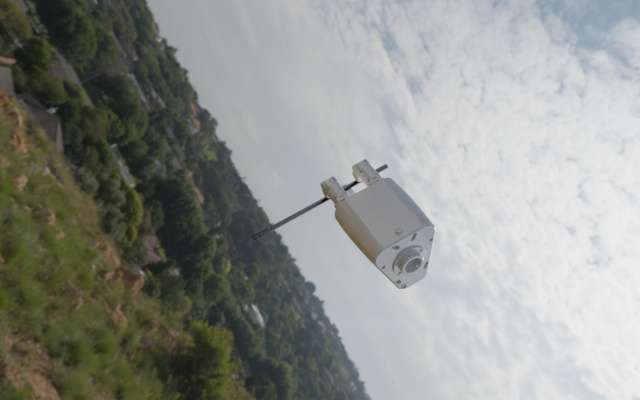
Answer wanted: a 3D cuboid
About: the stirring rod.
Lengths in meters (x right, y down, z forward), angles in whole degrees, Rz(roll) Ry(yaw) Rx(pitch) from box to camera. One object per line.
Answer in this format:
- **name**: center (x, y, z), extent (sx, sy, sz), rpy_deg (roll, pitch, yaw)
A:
- **stirring rod**: center (0.000, 0.003, 0.737), extent (0.239, 0.011, 0.011), rpy_deg (-29, 4, -8)
